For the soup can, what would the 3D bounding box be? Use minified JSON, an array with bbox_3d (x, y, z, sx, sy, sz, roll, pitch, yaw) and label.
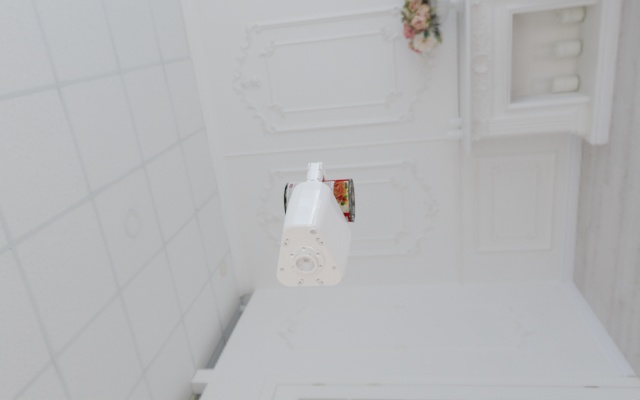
[{"bbox_3d":[0.000,0.002,0.741,0.102,0.068,0.068,-3,-1,10],"label":"soup can"}]
